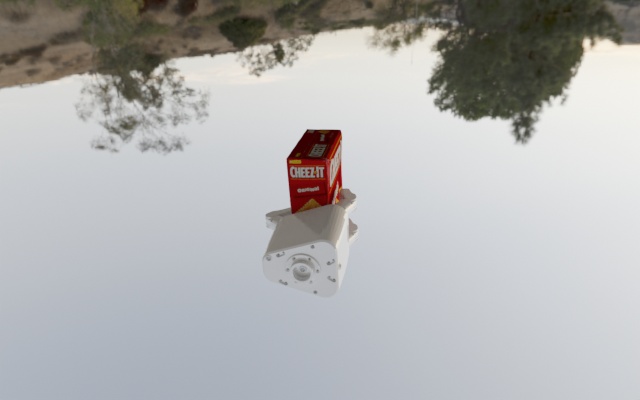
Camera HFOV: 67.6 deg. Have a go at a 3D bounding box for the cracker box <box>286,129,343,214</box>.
[{"bbox_3d":[0.000,0.003,0.810,0.072,0.214,0.164,1,24,9],"label":"cracker box"}]
